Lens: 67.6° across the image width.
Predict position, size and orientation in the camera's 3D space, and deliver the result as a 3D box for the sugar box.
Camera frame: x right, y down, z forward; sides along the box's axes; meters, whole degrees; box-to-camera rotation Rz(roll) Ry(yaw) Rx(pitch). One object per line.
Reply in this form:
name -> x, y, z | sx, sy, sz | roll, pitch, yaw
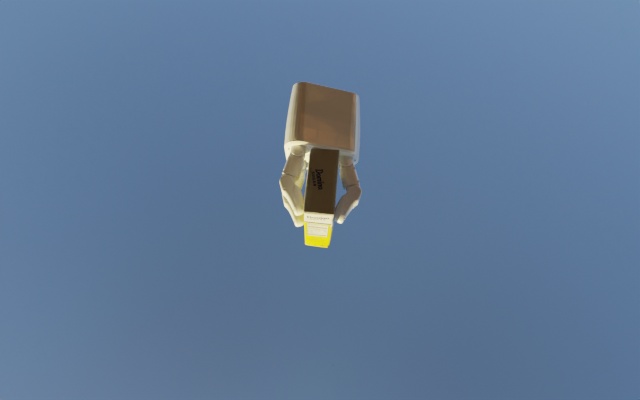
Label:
sugar box -> 0.000, 0.002, 0.688 | 0.048, 0.093, 0.176 | 4, -19, 3
